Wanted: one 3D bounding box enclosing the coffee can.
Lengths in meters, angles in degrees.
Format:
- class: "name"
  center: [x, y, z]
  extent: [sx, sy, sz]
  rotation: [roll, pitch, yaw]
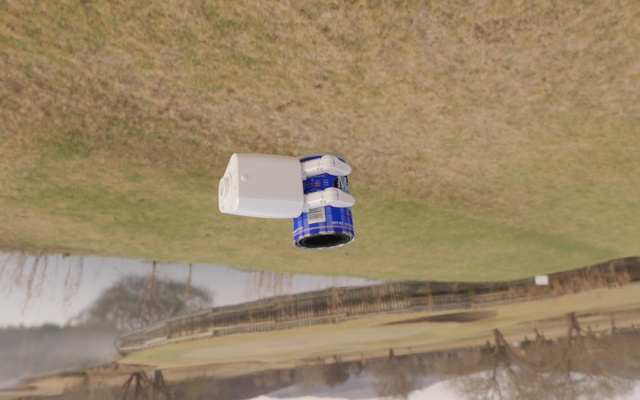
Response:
- class: "coffee can"
  center: [0.000, 0.003, 0.807]
  extent: [0.103, 0.140, 0.103]
  rotation: [-5, -19, -2]
